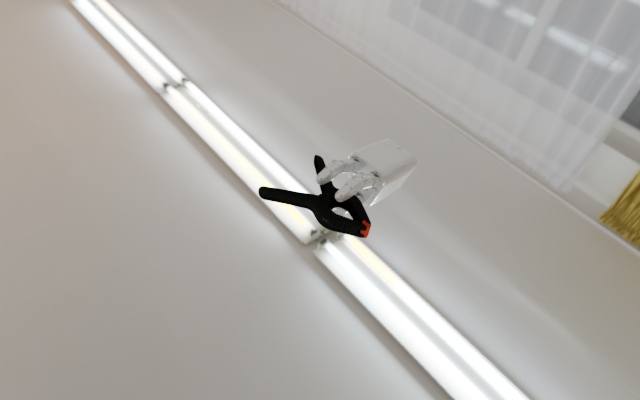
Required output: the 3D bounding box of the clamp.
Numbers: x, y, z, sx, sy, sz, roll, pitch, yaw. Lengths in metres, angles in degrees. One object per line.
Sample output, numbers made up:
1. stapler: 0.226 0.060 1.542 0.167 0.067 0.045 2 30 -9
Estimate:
1. clamp: 0.001 0.004 0.876 0.164 0.036 0.210 -28 55 -32
